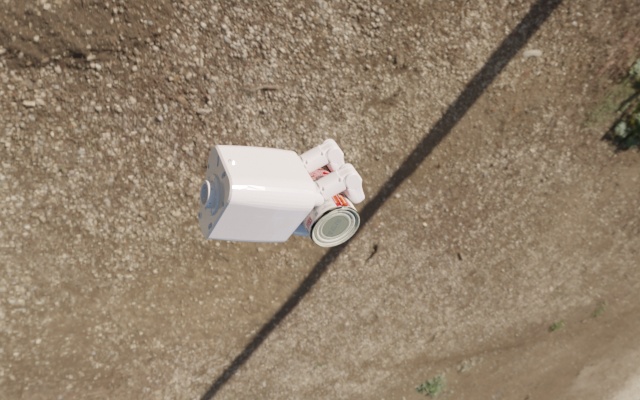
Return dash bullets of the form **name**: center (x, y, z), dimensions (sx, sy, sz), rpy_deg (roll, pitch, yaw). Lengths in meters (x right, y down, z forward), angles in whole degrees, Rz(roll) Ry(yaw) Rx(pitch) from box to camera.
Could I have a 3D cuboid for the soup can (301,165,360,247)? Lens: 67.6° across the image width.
- **soup can**: center (0.001, 0.002, 0.620), dimensions (0.068, 0.068, 0.102), rpy_deg (0, 39, -29)
